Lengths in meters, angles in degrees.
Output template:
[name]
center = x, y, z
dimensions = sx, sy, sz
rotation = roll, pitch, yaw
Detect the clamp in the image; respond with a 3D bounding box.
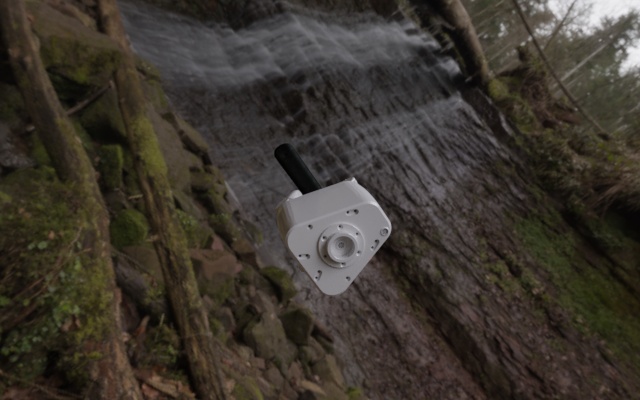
[clamp]
center = 0.001, 0.002, 0.665
dimensions = 0.036, 0.210, 0.164
rotation = -35, 14, 2
